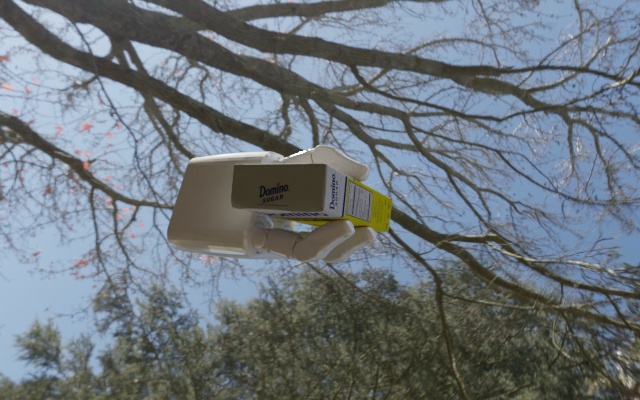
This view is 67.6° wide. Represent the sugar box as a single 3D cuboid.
[{"bbox_3d":[0.000,0.002,0.472,0.093,0.048,0.176,2,-5,27],"label":"sugar box"}]
